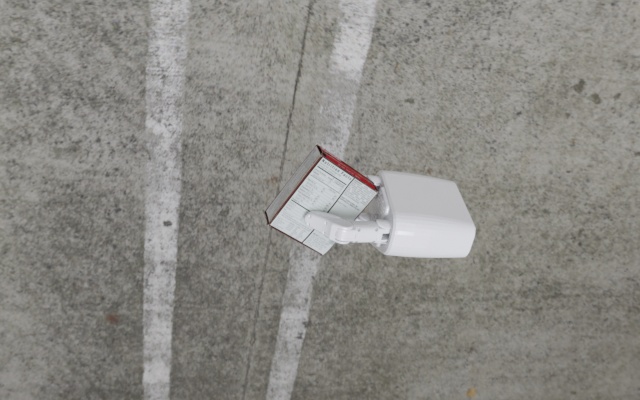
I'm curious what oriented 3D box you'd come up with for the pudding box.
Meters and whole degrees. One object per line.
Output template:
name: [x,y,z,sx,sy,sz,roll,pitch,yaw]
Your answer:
pudding box: [0.000,0.002,0.581,0.090,0.113,0.039,32,16,-24]
